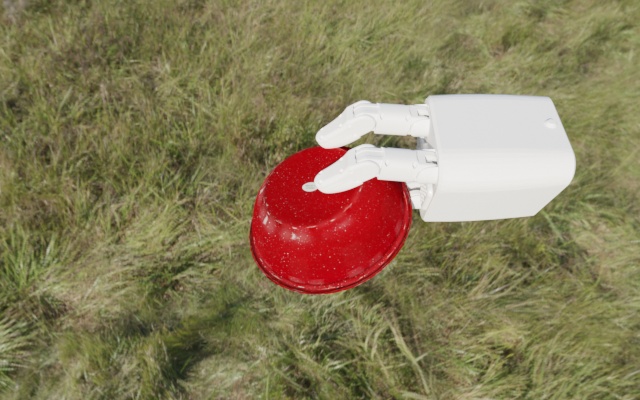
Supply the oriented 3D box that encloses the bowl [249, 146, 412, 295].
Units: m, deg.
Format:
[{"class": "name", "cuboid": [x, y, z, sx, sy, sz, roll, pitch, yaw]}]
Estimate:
[{"class": "bowl", "cuboid": [-0.001, 0.002, 0.439, 0.162, 0.162, 0.055, 0, -36, 20]}]
